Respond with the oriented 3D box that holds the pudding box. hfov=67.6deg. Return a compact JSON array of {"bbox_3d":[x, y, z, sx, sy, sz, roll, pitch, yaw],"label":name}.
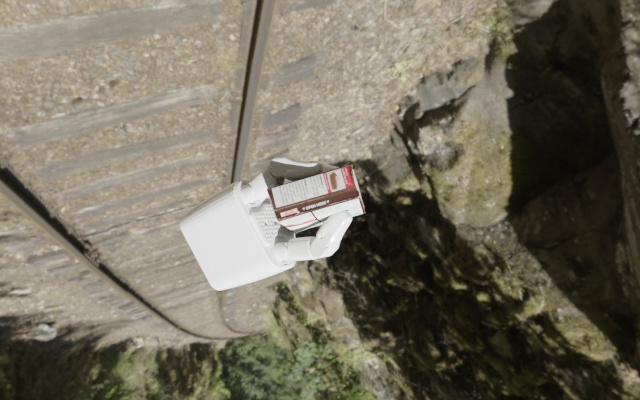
[{"bbox_3d":[0.000,0.002,0.520,0.090,0.039,0.113,-17,-10,4],"label":"pudding box"}]
